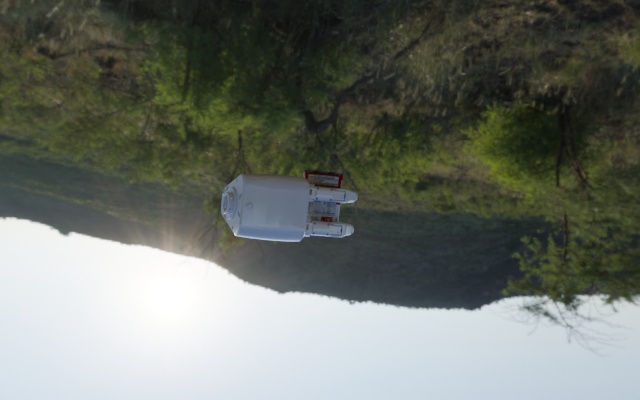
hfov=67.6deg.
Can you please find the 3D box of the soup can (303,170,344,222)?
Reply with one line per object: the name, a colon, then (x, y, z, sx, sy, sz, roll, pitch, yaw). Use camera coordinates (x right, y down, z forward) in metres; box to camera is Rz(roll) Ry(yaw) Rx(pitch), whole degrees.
soup can: (0.000, 0.003, 0.795, 0.068, 0.102, 0.068, 6, 1, 0)
